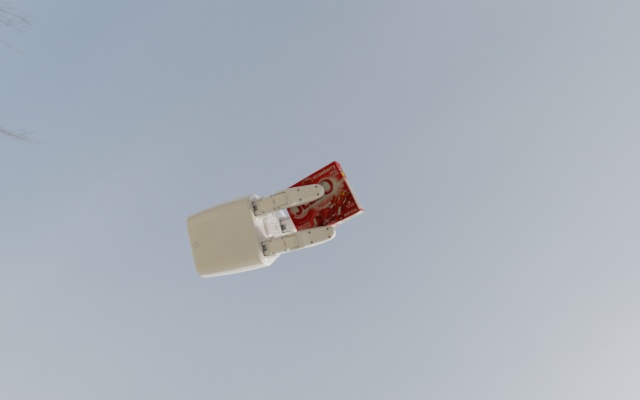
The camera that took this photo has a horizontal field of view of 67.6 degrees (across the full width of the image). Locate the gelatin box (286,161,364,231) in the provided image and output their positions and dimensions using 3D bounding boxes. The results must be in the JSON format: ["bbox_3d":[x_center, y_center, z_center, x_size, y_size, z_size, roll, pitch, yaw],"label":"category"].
[{"bbox_3d":[0.001,0.002,0.622,0.089,0.073,0.030,-28,-10,13],"label":"gelatin box"}]
